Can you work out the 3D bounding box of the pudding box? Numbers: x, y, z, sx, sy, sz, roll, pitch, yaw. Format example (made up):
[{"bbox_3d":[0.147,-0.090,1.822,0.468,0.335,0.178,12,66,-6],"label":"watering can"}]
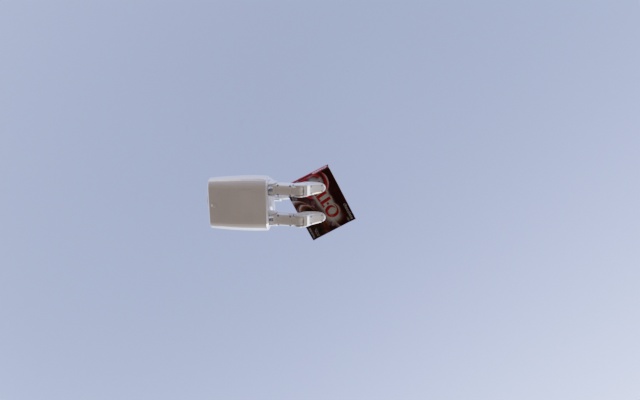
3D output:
[{"bbox_3d":[0.000,0.003,0.879,0.090,0.113,0.039,-27,14,6],"label":"pudding box"}]
